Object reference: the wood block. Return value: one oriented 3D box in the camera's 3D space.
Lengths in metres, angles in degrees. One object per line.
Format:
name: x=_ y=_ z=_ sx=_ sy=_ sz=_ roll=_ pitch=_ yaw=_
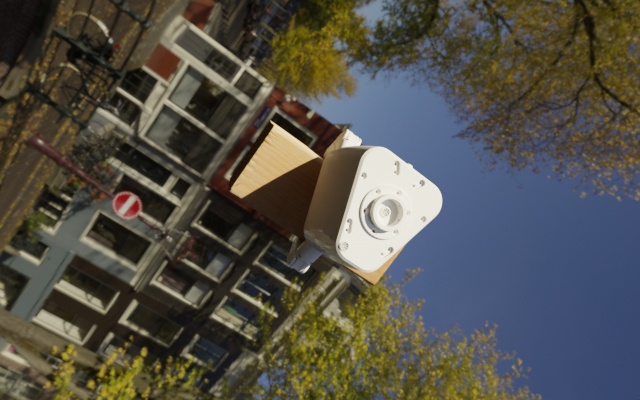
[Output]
wood block: x=0.000 y=0.002 z=0.580 sx=0.206 sy=0.091 sz=0.090 roll=35 pitch=5 yaw=-15
